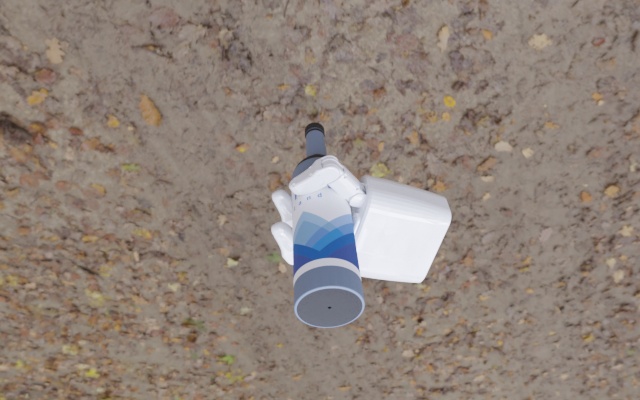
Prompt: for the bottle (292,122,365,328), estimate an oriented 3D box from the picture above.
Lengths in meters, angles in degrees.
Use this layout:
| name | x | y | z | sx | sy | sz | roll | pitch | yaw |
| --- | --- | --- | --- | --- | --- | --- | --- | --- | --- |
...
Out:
| name | x | y | z | sx | sy | sz | roll | pitch | yaw |
| --- | --- | --- | --- | --- | --- | --- | --- | --- | --- |
| bottle | 0.000 | 0.002 | 0.554 | 0.069 | 0.069 | 0.295 | 0 | 42 | -4 |
